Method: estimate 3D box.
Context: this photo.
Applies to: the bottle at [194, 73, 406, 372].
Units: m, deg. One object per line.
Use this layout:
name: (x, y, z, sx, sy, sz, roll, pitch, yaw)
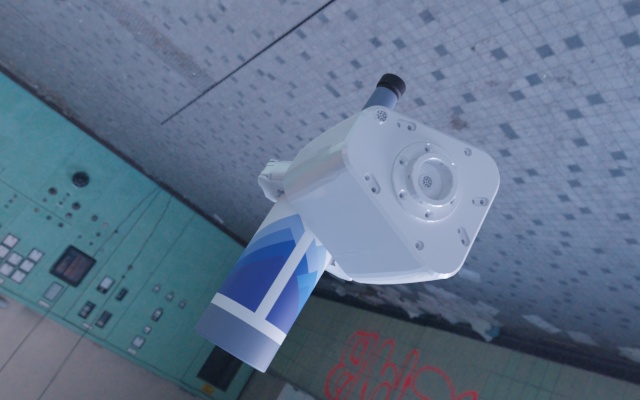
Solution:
bottle: (0.000, 0.002, 0.427, 0.069, 0.295, 0.069, 28, -19, 11)
